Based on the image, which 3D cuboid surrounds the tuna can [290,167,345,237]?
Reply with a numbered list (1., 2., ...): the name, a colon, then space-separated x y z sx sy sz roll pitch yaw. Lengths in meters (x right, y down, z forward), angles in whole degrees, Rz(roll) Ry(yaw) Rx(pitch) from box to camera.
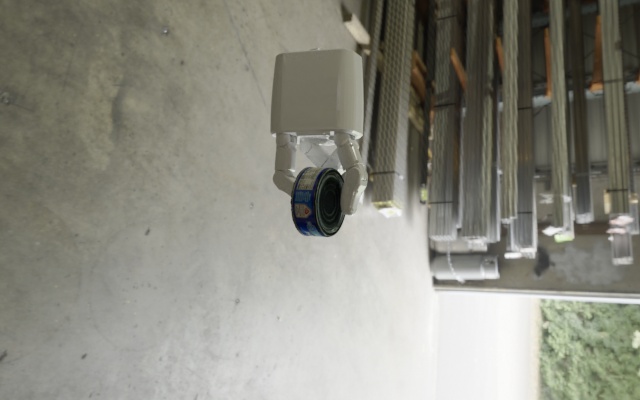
1. tuna can: 0.001 0.002 0.582 0.034 0.086 0.086 3 1 29
